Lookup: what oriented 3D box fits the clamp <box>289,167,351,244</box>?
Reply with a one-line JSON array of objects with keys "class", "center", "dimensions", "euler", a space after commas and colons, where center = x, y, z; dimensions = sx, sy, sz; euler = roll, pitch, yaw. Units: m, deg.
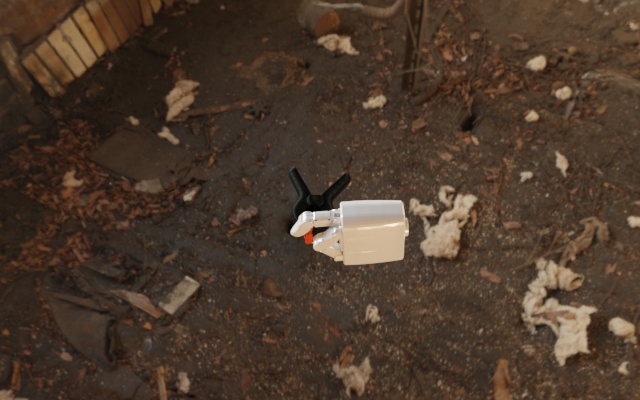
[{"class": "clamp", "center": [0.000, 0.003, 0.888], "dimensions": [0.120, 0.171, 0.039], "euler": [-4, -37, 2]}]
